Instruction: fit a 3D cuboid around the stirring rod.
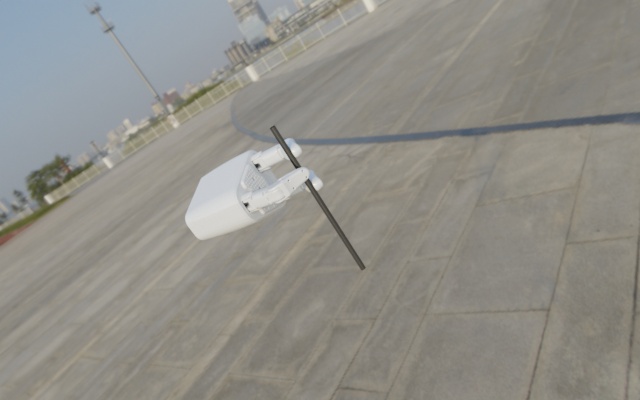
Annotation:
[{"bbox_3d":[0.000,0.002,0.648,0.011,0.239,0.011,-29,19,11],"label":"stirring rod"}]
